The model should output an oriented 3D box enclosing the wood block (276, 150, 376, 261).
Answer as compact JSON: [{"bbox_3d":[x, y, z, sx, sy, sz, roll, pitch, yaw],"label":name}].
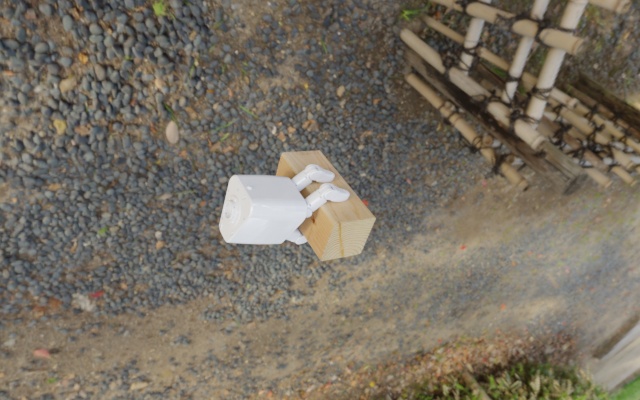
[{"bbox_3d":[0.000,0.003,0.884,0.090,0.091,0.206,-7,43,-31],"label":"wood block"}]
